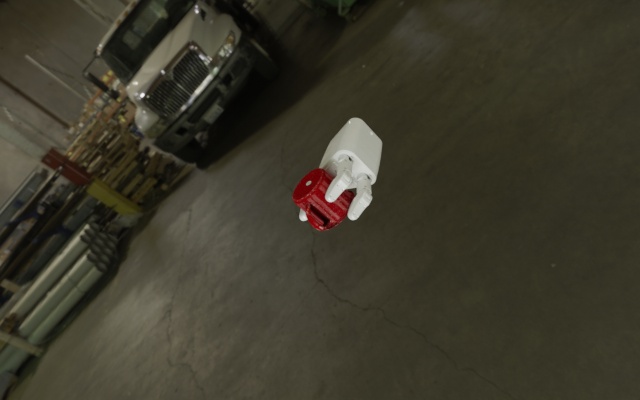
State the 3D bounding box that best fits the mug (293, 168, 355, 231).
[{"bbox_3d":[0.000,0.004,0.874,0.093,0.117,0.081,-27,-58,39],"label":"mug"}]
